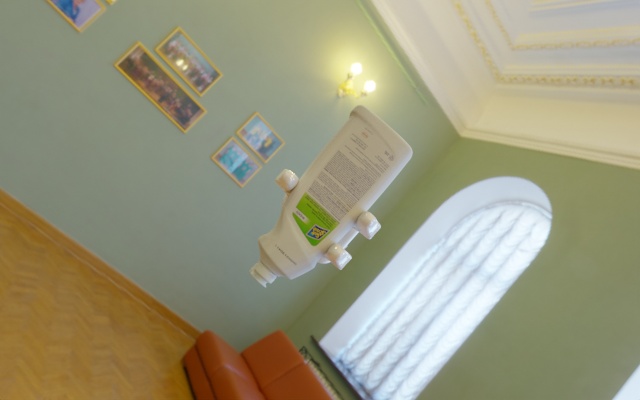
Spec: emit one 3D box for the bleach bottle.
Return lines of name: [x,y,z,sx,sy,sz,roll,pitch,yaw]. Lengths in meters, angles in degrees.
bleach bottle: [0.000,0.002,0.609,0.102,0.251,0.068,42,-7,7]
